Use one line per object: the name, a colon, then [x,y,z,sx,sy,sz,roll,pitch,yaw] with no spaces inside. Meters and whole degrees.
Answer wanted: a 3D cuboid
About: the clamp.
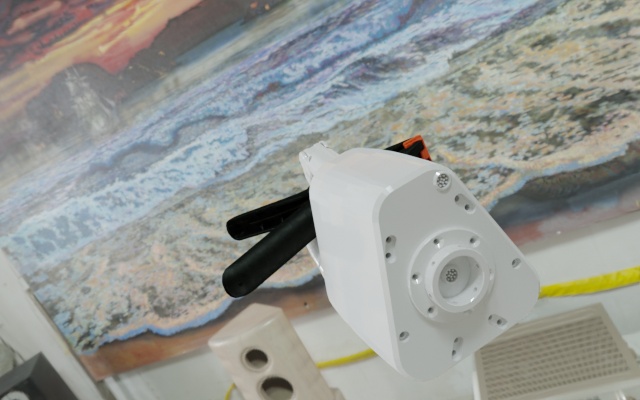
clamp: [0.000,0.000,0.431,0.210,0.036,0.164,-30,17,-10]
